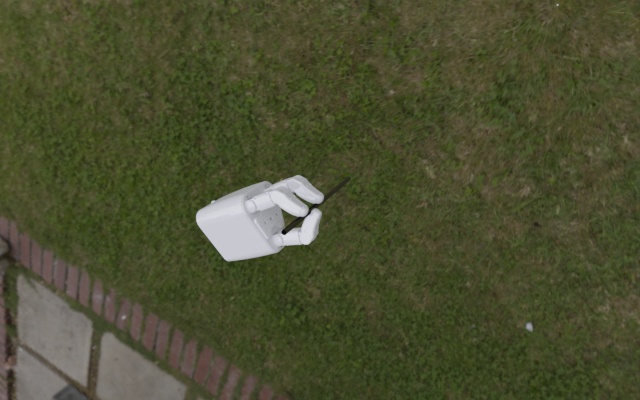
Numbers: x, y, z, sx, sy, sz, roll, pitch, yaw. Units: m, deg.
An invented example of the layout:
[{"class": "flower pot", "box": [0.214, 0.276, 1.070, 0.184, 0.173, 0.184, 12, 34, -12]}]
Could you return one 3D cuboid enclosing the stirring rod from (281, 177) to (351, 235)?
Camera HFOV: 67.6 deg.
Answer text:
[{"class": "stirring rod", "box": [0.000, 0.002, 0.751, 0.011, 0.011, 0.239, 0, 20, 26]}]
